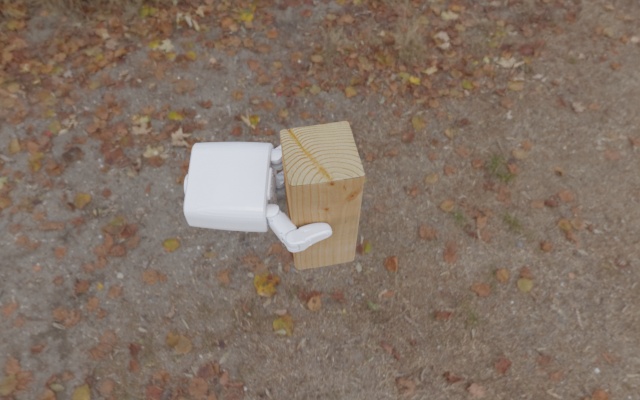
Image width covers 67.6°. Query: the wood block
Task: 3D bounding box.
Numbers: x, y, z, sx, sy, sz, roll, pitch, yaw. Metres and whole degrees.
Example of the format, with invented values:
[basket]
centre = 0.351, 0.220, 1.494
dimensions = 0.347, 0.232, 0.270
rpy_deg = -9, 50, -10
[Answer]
[wood block]
centre = 0.000, 0.002, 0.648
dimensions = 0.090, 0.090, 0.206
rpy_deg = -8, -34, -6
